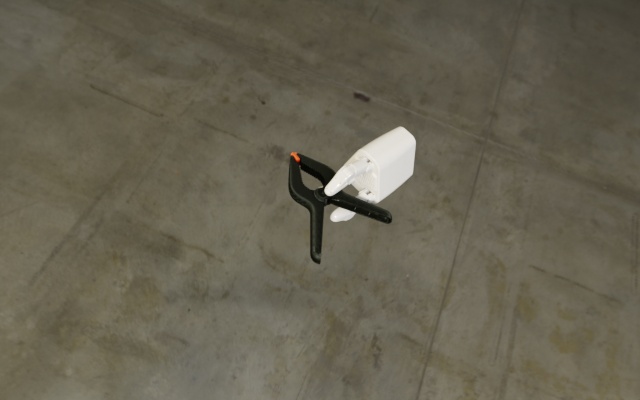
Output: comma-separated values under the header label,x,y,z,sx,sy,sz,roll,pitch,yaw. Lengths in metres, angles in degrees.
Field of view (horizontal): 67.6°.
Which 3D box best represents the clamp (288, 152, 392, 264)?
label,x,y,z,sx,sy,sz,roll,pitch,yaw
clamp,0.000,0.002,0.833,0.164,0.210,0.036,-34,-20,-26
